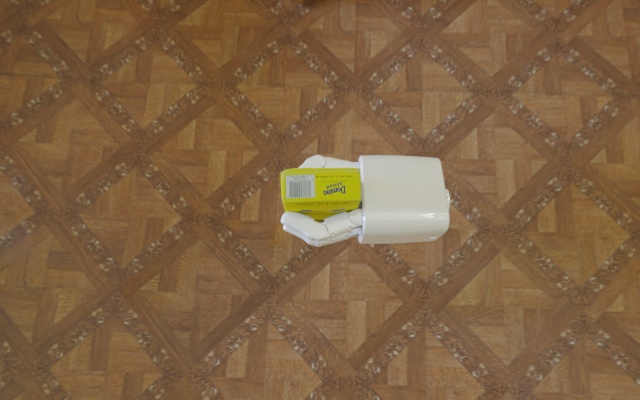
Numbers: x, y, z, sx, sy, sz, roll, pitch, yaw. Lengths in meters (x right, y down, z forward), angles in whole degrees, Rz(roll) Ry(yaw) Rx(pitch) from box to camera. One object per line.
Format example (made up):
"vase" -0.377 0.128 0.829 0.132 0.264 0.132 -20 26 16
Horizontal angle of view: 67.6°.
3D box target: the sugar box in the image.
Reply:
"sugar box" 0.000 0.003 0.630 0.093 0.048 0.176 -1 -15 0
